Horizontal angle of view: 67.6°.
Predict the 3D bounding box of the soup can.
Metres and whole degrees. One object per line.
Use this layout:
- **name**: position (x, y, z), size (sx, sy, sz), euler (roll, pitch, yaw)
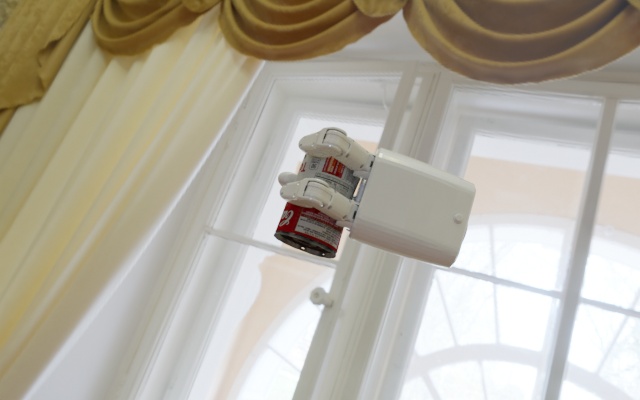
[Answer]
- **soup can**: position (0.000, 0.001, 0.504), size (0.068, 0.102, 0.068), euler (19, -15, 5)
